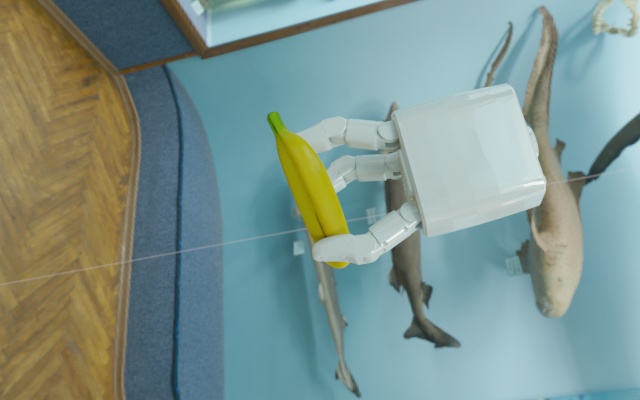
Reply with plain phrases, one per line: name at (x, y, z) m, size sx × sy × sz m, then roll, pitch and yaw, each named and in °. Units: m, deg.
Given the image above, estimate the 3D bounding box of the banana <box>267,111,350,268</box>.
banana at (0.002, 0.010, 0.455) m, size 0.037 × 0.198 × 0.069 m, roll -19°, pitch 36°, yaw 3°
